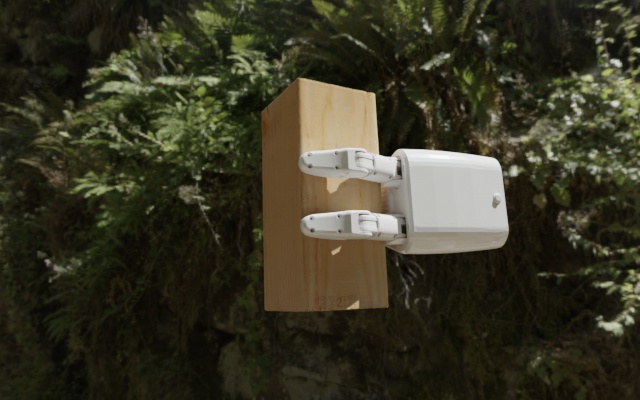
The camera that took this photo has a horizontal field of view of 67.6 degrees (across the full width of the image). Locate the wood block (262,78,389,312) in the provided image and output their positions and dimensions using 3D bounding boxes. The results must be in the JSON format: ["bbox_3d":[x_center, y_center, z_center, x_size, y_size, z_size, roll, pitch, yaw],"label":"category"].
[{"bbox_3d":[0.000,0.001,0.468,0.090,0.206,0.091,4,-13,-28],"label":"wood block"}]
